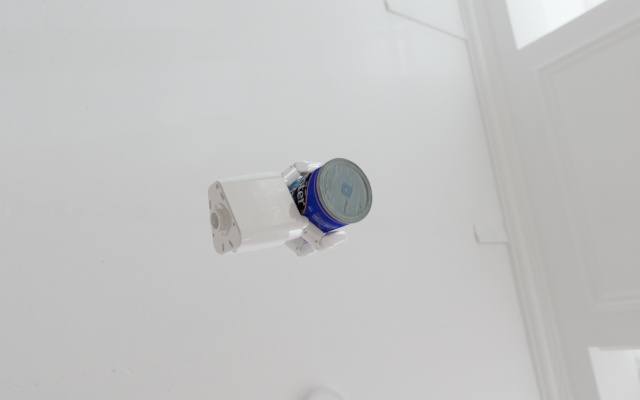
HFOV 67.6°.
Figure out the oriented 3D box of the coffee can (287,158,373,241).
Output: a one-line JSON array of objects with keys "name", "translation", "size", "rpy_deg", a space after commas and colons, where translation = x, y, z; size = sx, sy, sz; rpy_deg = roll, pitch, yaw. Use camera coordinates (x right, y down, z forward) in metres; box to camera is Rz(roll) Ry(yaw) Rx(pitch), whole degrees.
[{"name": "coffee can", "translation": [0.000, 0.002, 0.770], "size": [0.103, 0.102, 0.140], "rpy_deg": [0, -16, -36]}]
